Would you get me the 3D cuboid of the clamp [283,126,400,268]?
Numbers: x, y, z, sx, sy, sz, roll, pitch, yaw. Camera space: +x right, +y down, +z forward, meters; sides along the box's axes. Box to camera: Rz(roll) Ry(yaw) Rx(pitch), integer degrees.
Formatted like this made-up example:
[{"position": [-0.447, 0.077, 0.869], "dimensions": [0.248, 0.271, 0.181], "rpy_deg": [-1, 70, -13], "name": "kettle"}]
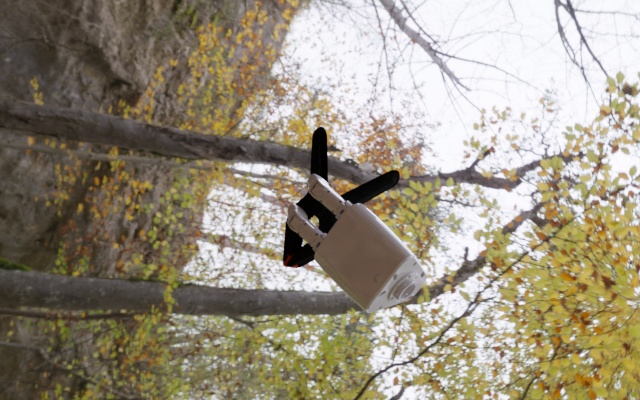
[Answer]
[{"position": [0.000, 0.003, 0.698], "dimensions": [0.036, 0.210, 0.164], "rpy_deg": [19, 20, -51], "name": "clamp"}]
